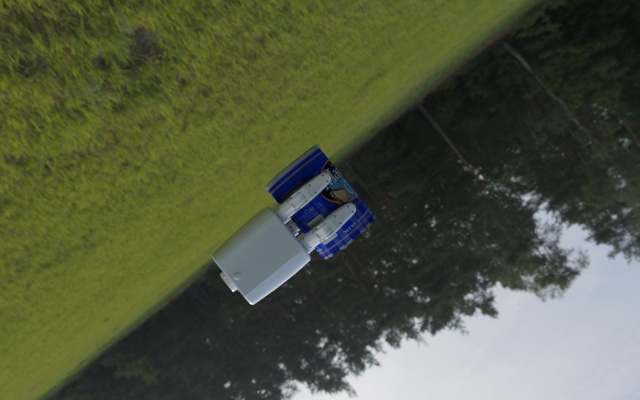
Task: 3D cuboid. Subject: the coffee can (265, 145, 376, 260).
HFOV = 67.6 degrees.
[{"bbox_3d":[0.000,0.002,0.715,0.103,0.140,0.103,-39,2,2],"label":"coffee can"}]
